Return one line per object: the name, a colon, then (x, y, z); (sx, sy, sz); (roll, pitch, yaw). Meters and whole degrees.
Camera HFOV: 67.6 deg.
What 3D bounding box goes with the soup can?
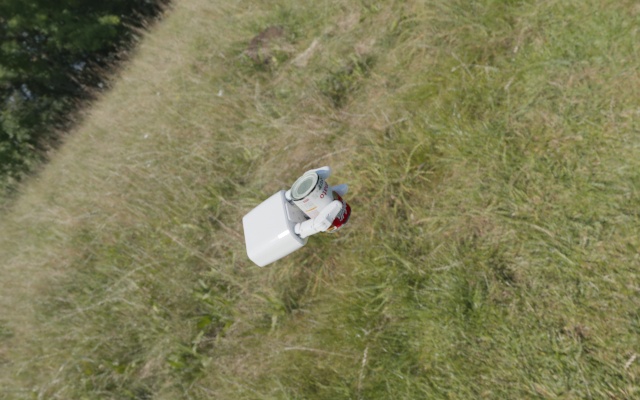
soup can: (0.000, 0.003, 0.878); (0.068, 0.068, 0.102); (0, -37, 49)
